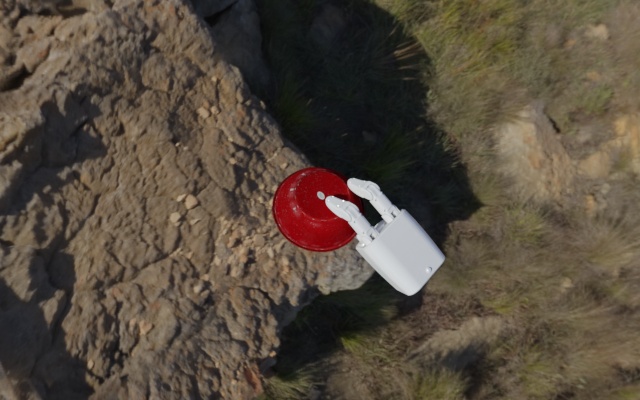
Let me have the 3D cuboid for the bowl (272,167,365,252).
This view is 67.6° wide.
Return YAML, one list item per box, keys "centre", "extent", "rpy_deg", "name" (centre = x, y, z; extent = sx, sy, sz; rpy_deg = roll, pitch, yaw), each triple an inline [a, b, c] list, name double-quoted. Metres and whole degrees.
- centre: [-0.001, 0.002, 0.804]
  extent: [0.162, 0.162, 0.055]
  rpy_deg: [0, -25, -7]
  name: "bowl"
